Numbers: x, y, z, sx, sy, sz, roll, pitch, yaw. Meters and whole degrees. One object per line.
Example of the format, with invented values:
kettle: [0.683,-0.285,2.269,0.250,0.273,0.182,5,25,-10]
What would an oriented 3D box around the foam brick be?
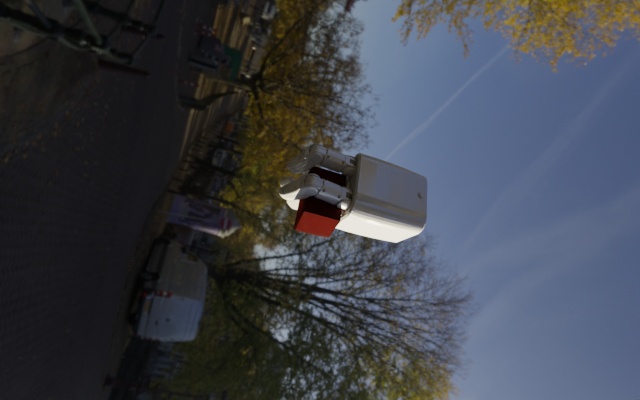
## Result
foam brick: [0.000,0.002,0.650,0.051,0.078,0.053,17,-34,-10]
